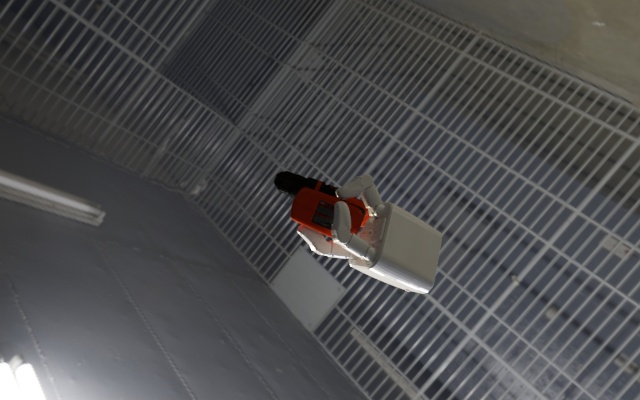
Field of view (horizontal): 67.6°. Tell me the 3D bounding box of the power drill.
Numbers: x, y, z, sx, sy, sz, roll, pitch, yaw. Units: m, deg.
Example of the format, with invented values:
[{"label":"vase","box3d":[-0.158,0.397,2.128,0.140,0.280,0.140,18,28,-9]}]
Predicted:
[{"label":"power drill","box3d":[0.000,0.003,0.782,0.184,0.057,0.187,21,10,0]}]
